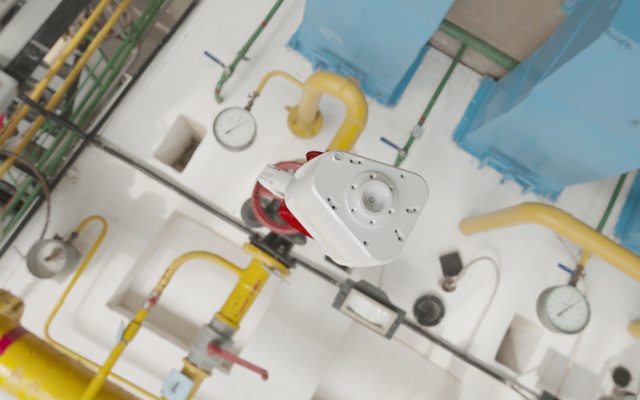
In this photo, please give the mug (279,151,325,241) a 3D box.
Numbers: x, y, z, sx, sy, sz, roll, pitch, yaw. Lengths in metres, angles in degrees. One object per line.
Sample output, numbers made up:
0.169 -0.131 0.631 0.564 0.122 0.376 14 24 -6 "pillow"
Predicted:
0.000 0.002 0.578 0.093 0.081 0.117 33 -14 -11 "mug"
